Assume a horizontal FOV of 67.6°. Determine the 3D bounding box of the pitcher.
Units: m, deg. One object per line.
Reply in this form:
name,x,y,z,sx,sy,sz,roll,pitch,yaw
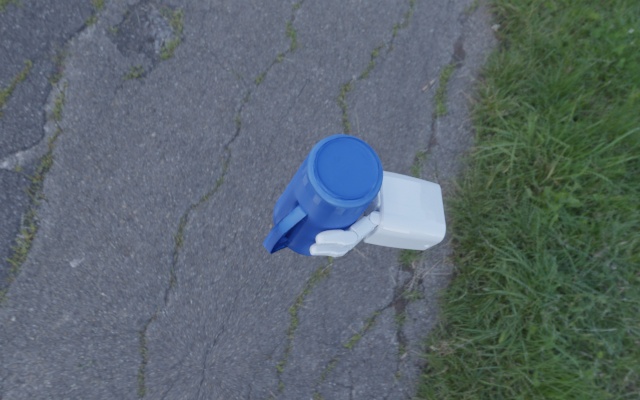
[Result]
pitcher,0.000,0.002,0.739,0.145,0.149,0.243,11,-21,-10
